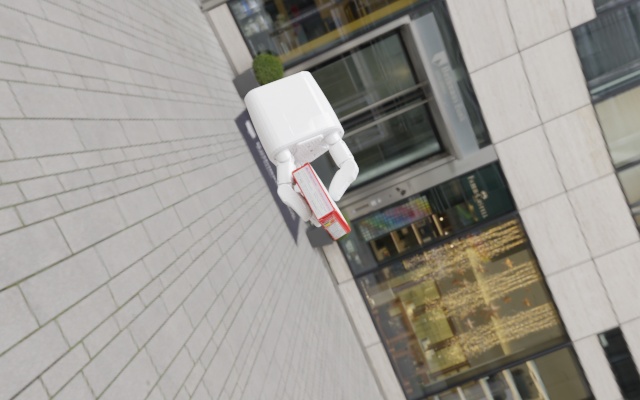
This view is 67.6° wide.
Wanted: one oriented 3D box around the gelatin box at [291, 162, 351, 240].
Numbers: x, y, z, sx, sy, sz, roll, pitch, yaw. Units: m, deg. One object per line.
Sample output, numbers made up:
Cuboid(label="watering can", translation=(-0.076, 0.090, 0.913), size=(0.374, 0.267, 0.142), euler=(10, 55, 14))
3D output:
Cuboid(label="gelatin box", translation=(0.001, 0.002, 0.646), size=(0.030, 0.089, 0.073), euler=(-32, -31, 3))
